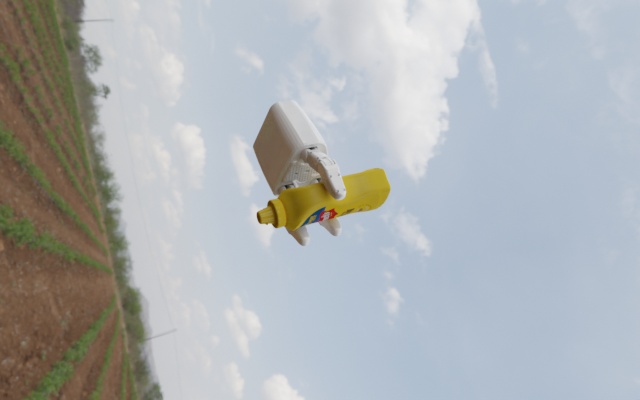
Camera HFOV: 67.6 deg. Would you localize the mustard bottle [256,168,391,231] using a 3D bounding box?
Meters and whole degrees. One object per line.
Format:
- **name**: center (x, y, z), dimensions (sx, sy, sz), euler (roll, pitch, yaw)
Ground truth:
- **mustard bottle**: center (0.000, 0.002, 0.689), dimensions (0.191, 0.058, 0.096), euler (-13, -13, -24)
